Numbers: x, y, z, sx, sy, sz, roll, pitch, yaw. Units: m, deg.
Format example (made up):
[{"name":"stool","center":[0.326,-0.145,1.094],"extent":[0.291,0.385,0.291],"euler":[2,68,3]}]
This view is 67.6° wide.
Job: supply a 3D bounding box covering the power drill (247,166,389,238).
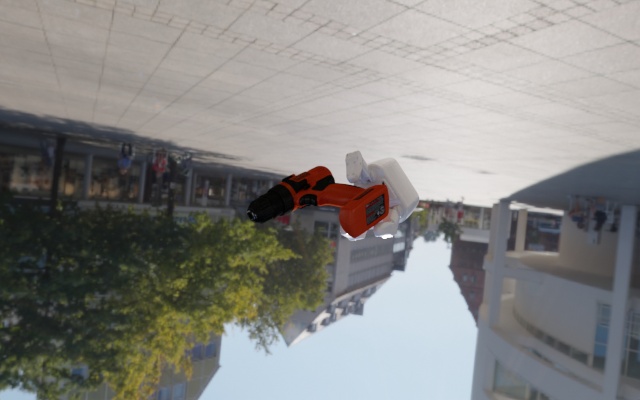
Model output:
[{"name":"power drill","center":[0.001,0.003,0.766],"extent":[0.187,0.057,0.184],"euler":[17,36,39]}]
